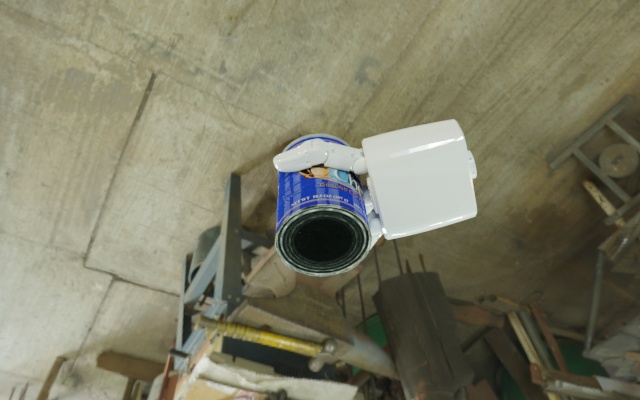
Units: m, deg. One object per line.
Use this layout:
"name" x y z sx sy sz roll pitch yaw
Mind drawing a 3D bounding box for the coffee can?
"coffee can" 0.000 0.002 0.555 0.103 0.103 0.140 0 38 -3
